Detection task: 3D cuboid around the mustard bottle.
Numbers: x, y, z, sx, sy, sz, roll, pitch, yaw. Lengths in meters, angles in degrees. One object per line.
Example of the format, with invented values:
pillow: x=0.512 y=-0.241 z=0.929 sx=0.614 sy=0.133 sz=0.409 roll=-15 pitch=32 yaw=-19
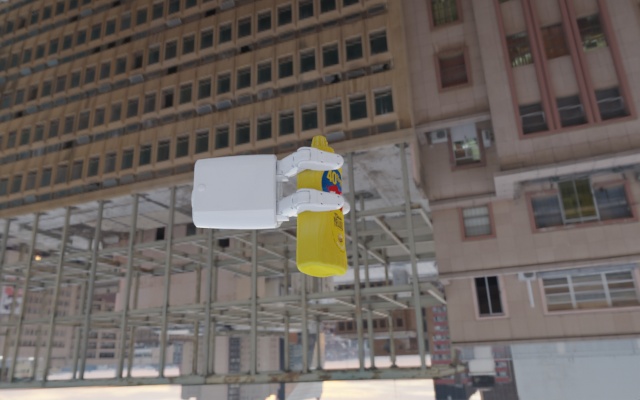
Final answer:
mustard bottle: x=0.000 y=0.002 z=0.645 sx=0.058 sy=0.191 sz=0.096 roll=-10 pitch=-20 yaw=22
